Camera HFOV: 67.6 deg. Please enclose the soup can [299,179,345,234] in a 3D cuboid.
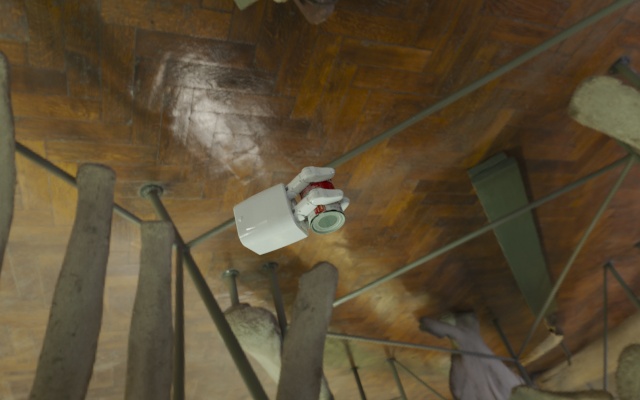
[{"bbox_3d":[0.001,0.003,0.885,0.068,0.102,0.069,-12,-39,-10],"label":"soup can"}]
